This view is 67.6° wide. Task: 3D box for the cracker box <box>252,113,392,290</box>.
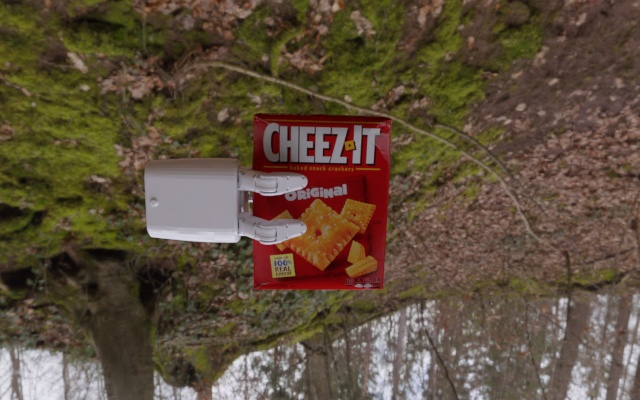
[{"bbox_3d":[0.000,0.002,0.592,0.164,0.214,0.072,1,11,-1],"label":"cracker box"}]
